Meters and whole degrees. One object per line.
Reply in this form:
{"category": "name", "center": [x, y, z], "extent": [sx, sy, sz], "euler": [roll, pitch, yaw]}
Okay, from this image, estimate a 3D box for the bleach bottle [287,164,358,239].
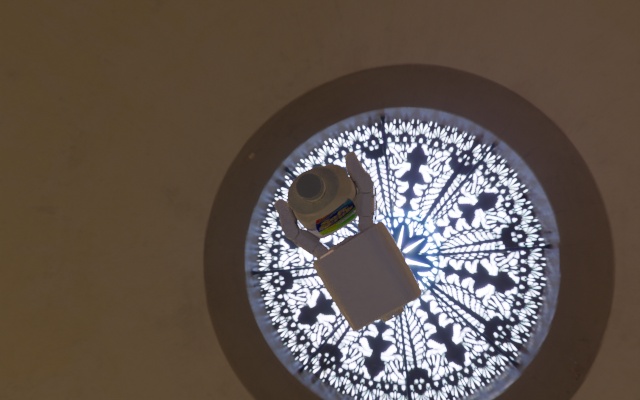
{"category": "bleach bottle", "center": [0.000, 0.002, 0.637], "extent": [0.102, 0.068, 0.251], "euler": [-31, -10, 5]}
